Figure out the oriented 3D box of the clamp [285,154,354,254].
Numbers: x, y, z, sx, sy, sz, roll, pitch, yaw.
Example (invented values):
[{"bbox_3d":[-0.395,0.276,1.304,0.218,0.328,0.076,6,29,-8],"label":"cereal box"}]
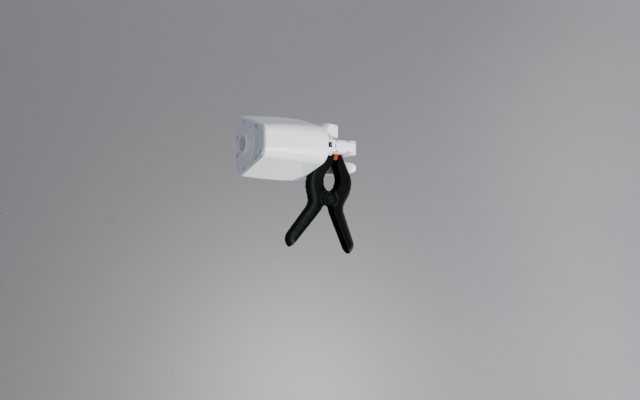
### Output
[{"bbox_3d":[0.001,0.002,0.766,0.120,0.171,0.039,0,-1,-32],"label":"clamp"}]
